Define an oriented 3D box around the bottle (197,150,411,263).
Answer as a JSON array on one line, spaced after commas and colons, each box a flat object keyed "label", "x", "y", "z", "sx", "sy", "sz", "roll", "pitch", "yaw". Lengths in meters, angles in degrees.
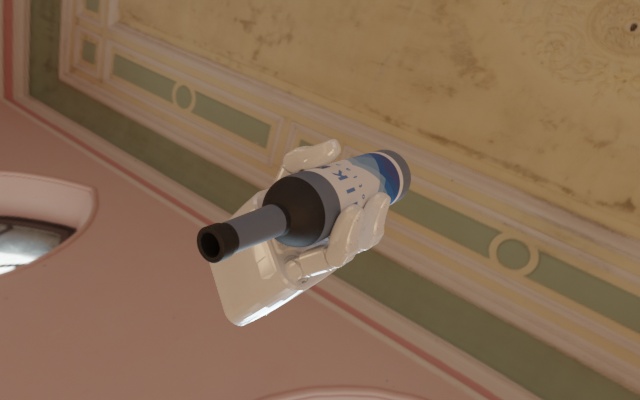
[{"label": "bottle", "x": 0.000, "y": 0.001, "z": 0.459, "sx": 0.069, "sy": 0.069, "sz": 0.295, "roll": 0, "pitch": 12, "yaw": 33}]
